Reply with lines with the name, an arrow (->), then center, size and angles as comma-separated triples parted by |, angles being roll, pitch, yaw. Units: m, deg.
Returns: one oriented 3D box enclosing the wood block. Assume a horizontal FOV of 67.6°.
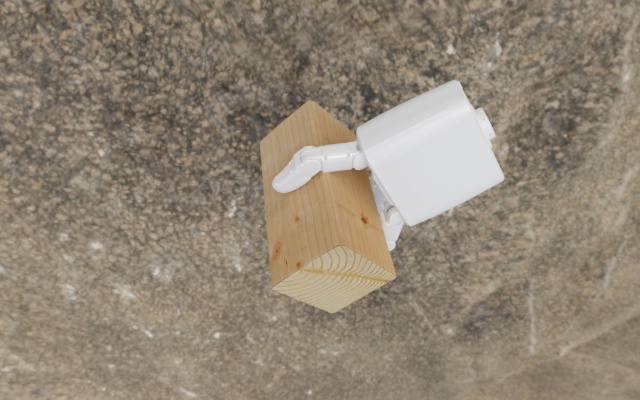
wood block -> 0.000, 0.001, 0.522 | 0.090, 0.206, 0.091 | -35, -47, 26
